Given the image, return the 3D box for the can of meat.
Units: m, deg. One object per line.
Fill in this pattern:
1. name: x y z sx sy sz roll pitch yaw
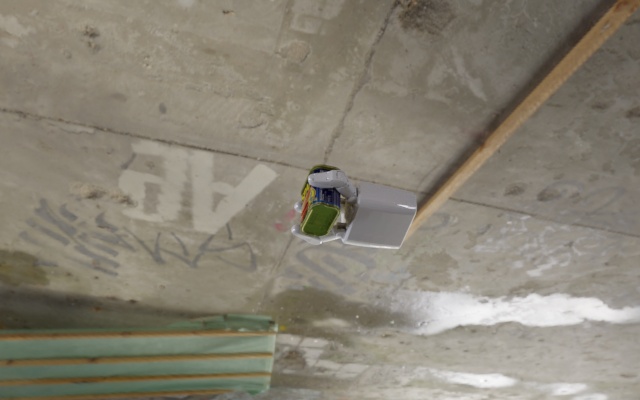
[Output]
1. can of meat: 0.000 0.003 0.825 0.057 0.084 0.102 11 -37 -13
